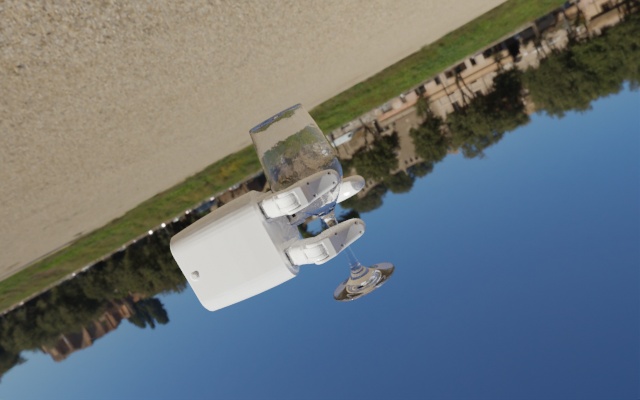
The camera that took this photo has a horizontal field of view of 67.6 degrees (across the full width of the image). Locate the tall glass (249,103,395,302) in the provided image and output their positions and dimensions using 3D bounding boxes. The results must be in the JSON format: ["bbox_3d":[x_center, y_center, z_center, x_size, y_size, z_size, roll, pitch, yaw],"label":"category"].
[{"bbox_3d":[0.001,0.002,0.503,0.079,0.201,0.079,-28,8,4],"label":"tall glass"}]
